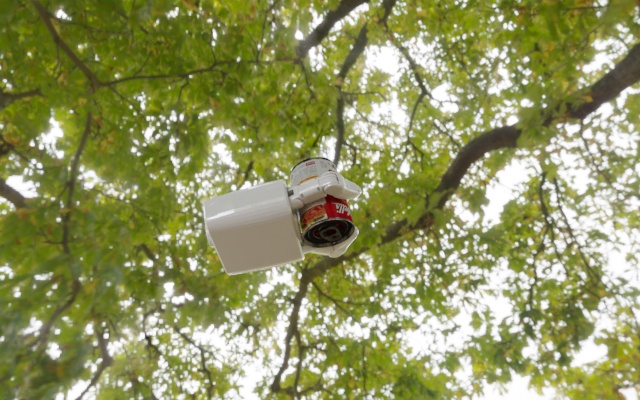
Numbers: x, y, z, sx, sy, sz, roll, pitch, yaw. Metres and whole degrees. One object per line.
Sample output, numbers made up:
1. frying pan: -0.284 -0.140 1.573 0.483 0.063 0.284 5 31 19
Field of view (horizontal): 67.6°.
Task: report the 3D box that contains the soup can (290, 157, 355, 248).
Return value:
1. soup can: 0.001 0.002 0.632 0.068 0.102 0.069 -10 -33 -7
